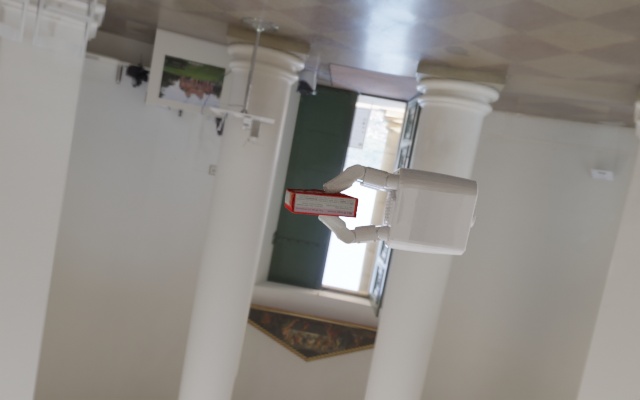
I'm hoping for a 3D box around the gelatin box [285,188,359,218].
[{"bbox_3d":[0.000,0.003,0.651,0.089,0.030,0.073,4,5,-12],"label":"gelatin box"}]
